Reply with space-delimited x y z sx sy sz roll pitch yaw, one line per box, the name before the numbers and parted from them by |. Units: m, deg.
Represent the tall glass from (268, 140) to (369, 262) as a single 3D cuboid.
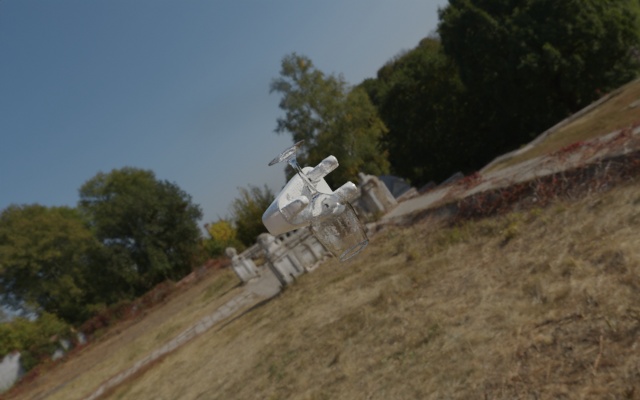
tall glass | 0.000 0.002 0.793 0.079 0.201 0.079 -35 1 1
